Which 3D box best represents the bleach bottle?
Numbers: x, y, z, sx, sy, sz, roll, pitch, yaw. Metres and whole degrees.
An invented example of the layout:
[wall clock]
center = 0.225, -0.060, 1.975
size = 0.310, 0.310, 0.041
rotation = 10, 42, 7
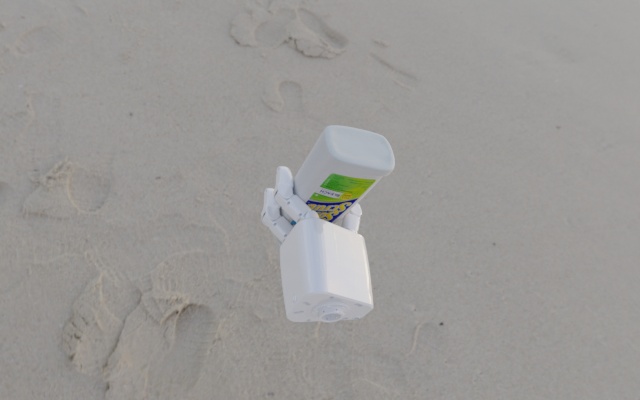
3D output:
[bleach bottle]
center = 0.000, 0.002, 0.688
size = 0.102, 0.068, 0.251
rotation = 9, -38, -23
